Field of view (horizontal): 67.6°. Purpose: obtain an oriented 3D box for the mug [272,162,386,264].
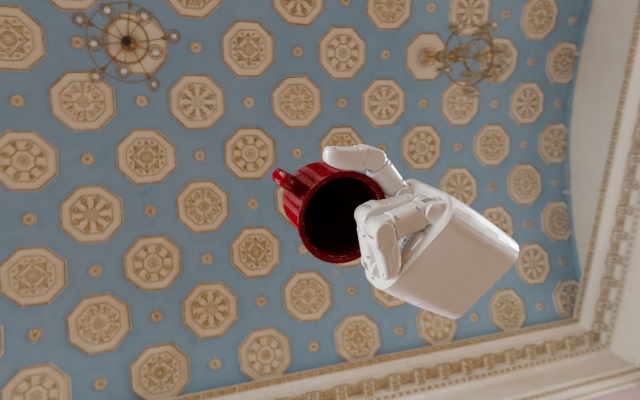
[{"bbox_3d":[-0.001,0.001,0.486,0.117,0.093,0.081,29,4,-25],"label":"mug"}]
